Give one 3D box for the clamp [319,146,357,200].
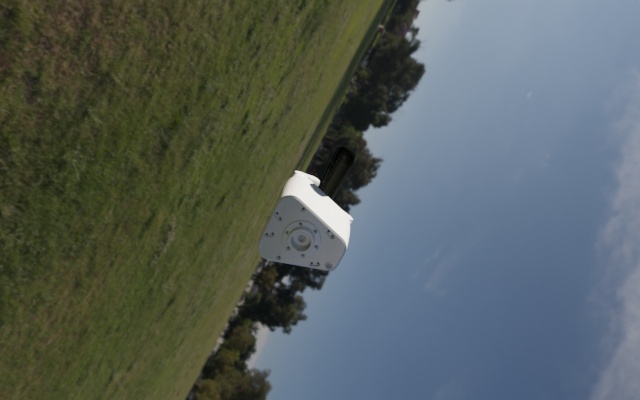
[{"bbox_3d":[0.001,0.003,0.768,0.036,0.210,0.164,27,14,-3],"label":"clamp"}]
